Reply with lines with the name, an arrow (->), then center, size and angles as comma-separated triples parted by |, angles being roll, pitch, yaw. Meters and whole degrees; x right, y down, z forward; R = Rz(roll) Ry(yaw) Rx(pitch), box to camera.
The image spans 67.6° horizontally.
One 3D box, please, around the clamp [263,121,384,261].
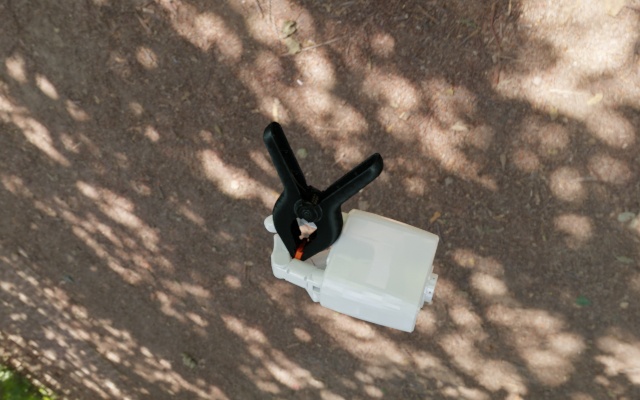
clamp -> 0.000, 0.002, 0.504 | 0.120, 0.172, 0.039 | 15, 43, 15
